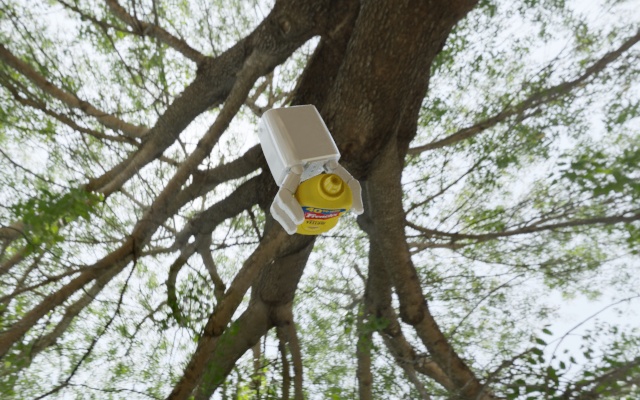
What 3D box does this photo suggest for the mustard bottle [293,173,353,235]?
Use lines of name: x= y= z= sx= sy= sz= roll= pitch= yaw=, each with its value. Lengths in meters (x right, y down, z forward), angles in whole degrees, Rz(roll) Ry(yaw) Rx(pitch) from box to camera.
mustard bottle: x=0.000 y=0.003 z=0.783 sx=0.096 sy=0.058 sz=0.192 roll=5 pitch=-22 yaw=-13
